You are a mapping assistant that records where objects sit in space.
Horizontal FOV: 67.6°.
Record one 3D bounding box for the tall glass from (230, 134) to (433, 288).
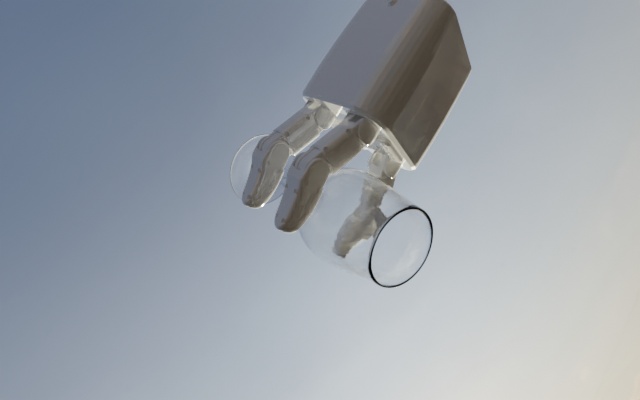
[{"bbox_3d":[0.000,0.001,0.406,0.079,0.079,0.201,0,19,-38],"label":"tall glass"}]
